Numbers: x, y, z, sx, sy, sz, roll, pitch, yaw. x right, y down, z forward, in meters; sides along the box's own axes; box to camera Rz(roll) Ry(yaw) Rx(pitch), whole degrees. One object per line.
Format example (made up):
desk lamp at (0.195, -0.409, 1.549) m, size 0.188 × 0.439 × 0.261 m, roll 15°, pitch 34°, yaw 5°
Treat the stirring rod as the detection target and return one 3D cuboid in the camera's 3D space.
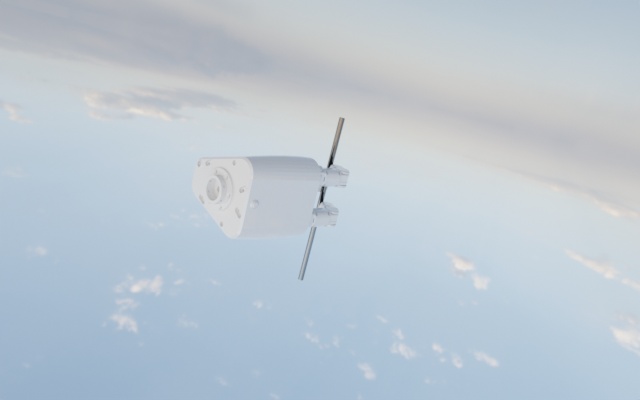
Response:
stirring rod at (0.000, 0.002, 0.669) m, size 0.011 × 0.239 × 0.011 m, roll 14°, pitch 14°, yaw -3°
